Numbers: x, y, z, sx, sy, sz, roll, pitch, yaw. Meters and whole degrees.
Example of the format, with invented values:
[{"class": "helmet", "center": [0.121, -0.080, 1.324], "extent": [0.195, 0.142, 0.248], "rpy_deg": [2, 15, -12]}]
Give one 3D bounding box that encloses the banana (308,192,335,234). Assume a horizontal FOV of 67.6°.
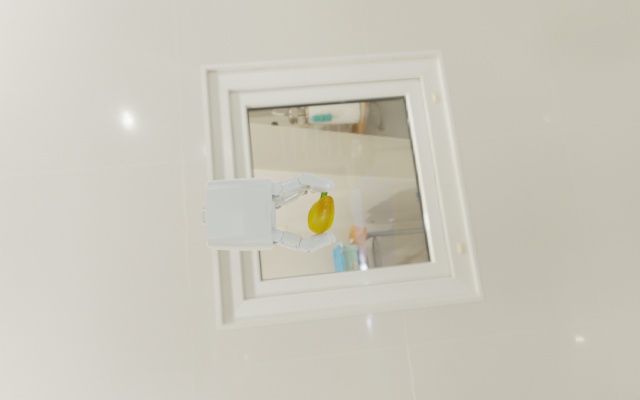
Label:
[{"class": "banana", "center": [-0.001, 0.021, 0.770], "extent": [0.037, 0.069, 0.198], "rpy_deg": [3, 4, -3]}]
